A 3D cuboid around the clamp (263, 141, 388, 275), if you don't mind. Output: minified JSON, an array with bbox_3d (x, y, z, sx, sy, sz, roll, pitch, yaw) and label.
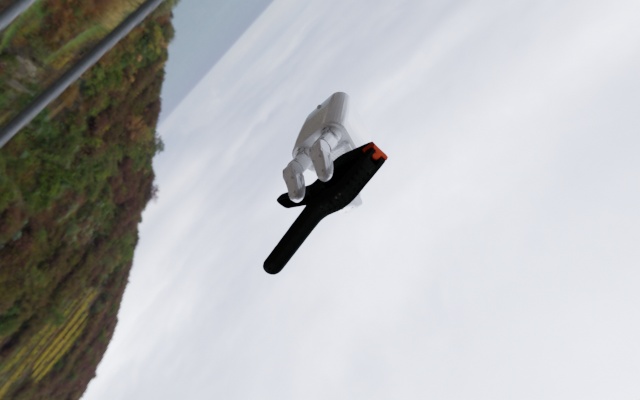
[{"bbox_3d":[0.001,0.002,0.633,0.036,0.164,0.210,39,-55,-23],"label":"clamp"}]
